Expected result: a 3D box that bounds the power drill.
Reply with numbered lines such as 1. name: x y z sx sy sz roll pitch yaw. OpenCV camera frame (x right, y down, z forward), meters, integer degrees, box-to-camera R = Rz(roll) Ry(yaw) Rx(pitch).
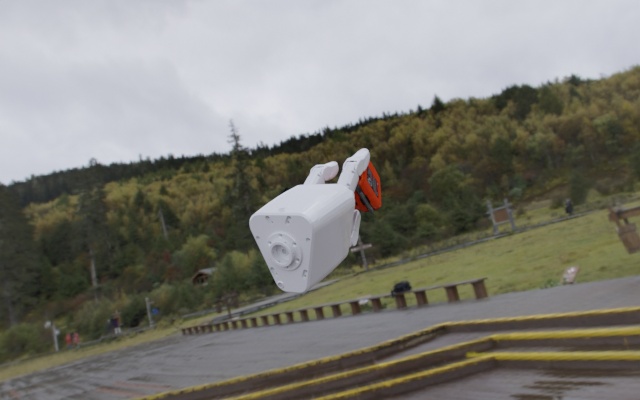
1. power drill: 0.000 0.002 0.740 0.188 0.057 0.184 -28 24 18
